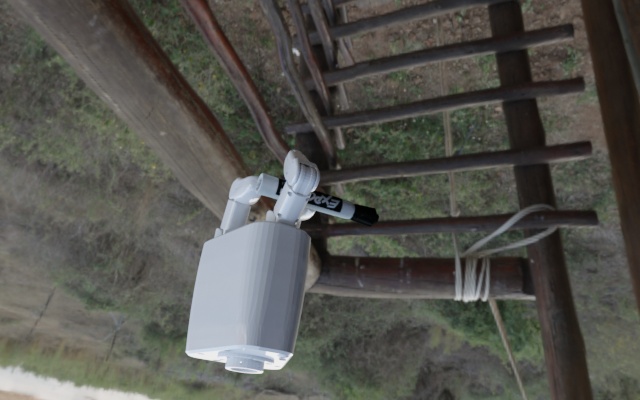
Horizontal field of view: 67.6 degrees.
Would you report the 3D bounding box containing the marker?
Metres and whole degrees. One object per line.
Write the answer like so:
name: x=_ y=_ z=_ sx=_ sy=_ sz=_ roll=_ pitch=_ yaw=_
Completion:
marker: x=0.000 y=0.001 z=0.440 sx=0.121 sy=0.020 sz=0.020 roll=17 pitch=-6 yaw=-20
